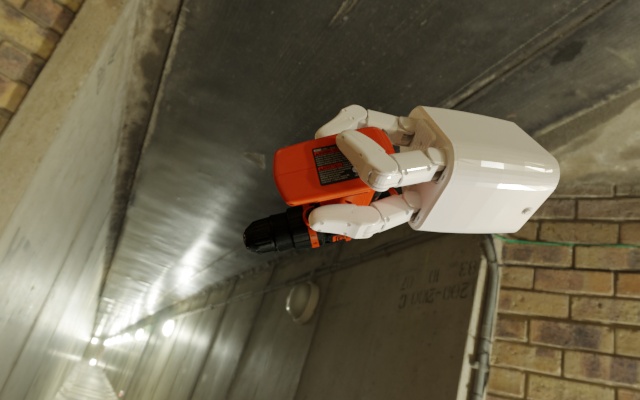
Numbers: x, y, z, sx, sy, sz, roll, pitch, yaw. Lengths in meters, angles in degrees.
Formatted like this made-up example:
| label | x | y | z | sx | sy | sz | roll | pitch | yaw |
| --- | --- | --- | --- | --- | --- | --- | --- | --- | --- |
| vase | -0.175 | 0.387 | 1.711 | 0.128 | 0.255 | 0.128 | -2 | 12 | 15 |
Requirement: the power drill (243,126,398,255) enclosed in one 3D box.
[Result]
| label | x | y | z | sx | sy | sz | roll | pitch | yaw |
| --- | --- | --- | --- | --- | --- | --- | --- | --- | --- |
| power drill | 0.000 | 0.001 | 0.482 | 0.184 | 0.057 | 0.188 | -15 | -17 | -3 |
